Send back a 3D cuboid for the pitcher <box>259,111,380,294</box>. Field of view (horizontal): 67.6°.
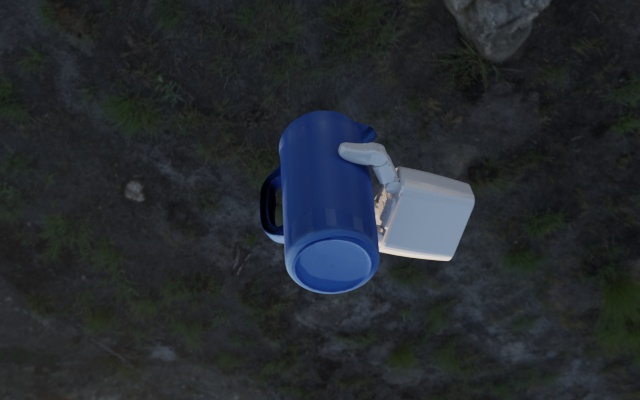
[{"bbox_3d":[0.000,0.002,0.628,0.145,0.149,0.242,12,38,-12],"label":"pitcher"}]
